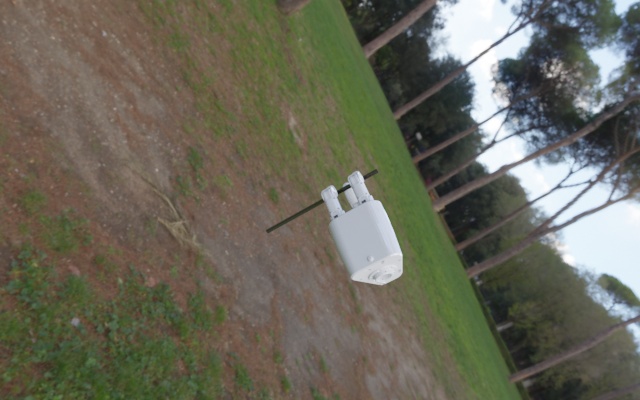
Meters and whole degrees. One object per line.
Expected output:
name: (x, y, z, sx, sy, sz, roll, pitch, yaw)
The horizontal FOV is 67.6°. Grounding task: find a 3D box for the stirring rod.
stirring rod: (0.000, 0.003, 0.892, 0.239, 0.011, 0.011, -29, -7, 12)
